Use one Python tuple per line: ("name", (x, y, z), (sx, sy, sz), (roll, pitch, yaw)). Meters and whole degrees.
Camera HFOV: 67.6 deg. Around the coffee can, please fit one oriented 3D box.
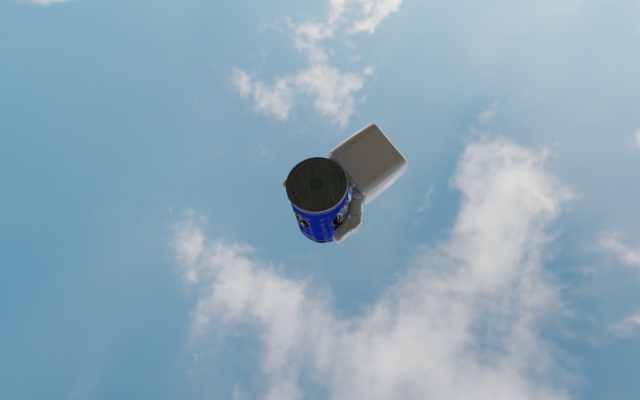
("coffee can", (0.000, 0.003, 0.842), (0.103, 0.102, 0.140), (0, -26, 6))
